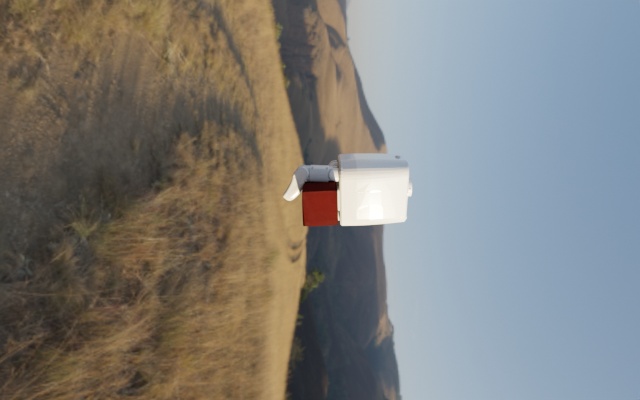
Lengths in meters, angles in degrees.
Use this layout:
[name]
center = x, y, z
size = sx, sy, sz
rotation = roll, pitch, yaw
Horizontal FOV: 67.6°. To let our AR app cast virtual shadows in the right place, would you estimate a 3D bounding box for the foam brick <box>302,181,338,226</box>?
[foam brick]
center = 0.000, 0.002, 0.710
size = 0.051, 0.053, 0.078
rotation = -1, 14, 1
